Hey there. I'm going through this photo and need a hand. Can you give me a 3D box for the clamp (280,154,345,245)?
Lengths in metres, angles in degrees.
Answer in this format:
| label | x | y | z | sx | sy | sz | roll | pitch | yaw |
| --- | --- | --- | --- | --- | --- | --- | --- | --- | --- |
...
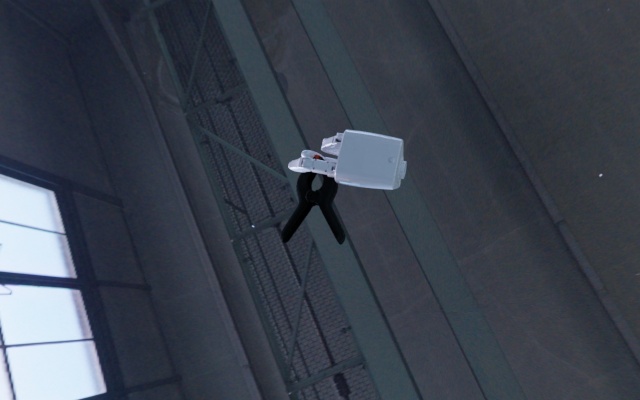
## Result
| label | x | y | z | sx | sy | sz | roll | pitch | yaw |
| --- | --- | --- | --- | --- | --- | --- | --- | --- | --- |
| clamp | 0.000 | 0.003 | 0.866 | 0.120 | 0.171 | 0.039 | 10 | -10 | 15 |
